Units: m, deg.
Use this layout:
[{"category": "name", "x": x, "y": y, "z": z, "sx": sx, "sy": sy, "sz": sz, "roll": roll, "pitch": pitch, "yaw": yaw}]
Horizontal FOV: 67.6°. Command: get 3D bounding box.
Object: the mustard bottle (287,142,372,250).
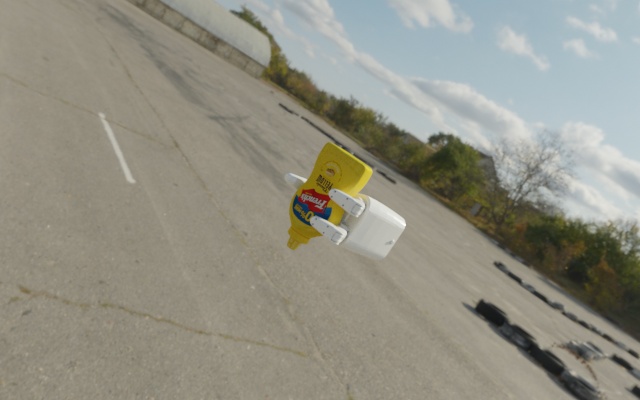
[{"category": "mustard bottle", "x": 0.000, "y": 0.002, "z": 0.818, "sx": 0.096, "sy": 0.191, "sz": 0.058, "roll": 37, "pitch": 9, "yaw": 28}]
